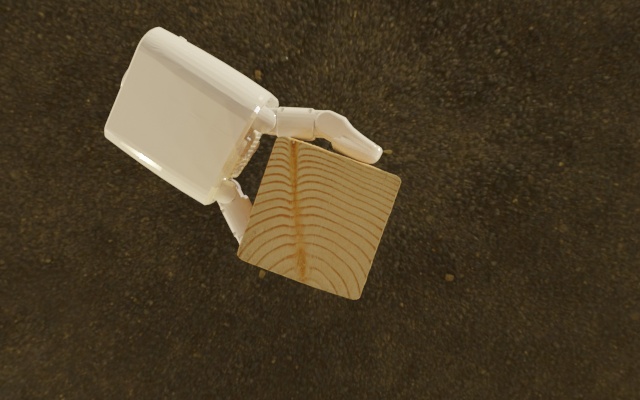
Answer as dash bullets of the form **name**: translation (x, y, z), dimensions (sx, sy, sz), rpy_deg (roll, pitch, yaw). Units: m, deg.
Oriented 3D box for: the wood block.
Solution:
- **wood block**: translation (0.000, 0.002, 0.419), dimensions (0.090, 0.091, 0.206), rpy_deg (20, 6, -1)
